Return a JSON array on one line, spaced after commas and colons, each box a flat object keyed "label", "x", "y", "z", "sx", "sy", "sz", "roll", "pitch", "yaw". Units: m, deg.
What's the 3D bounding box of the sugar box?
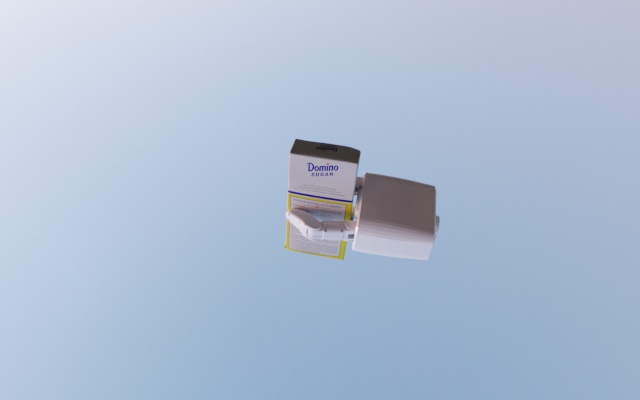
[{"label": "sugar box", "x": 0.000, "y": 0.002, "z": 0.678, "sx": 0.093, "sy": 0.176, "sz": 0.048, "roll": 10, "pitch": 36, "yaw": 4}]
